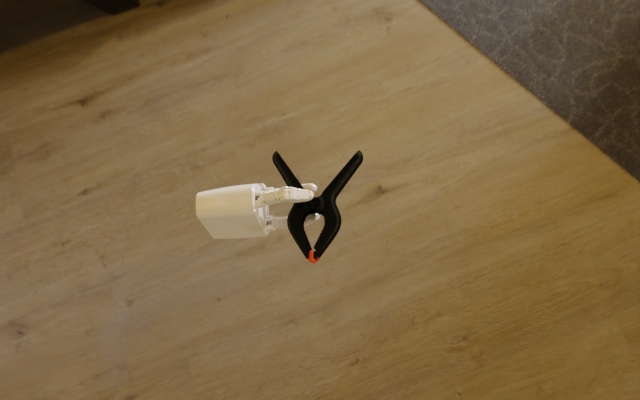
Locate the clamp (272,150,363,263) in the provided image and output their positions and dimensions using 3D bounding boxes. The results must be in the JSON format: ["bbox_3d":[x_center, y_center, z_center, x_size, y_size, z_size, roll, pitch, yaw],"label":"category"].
[{"bbox_3d":[0.000,0.003,0.838,0.164,0.210,0.036,-6,-16,7],"label":"clamp"}]
